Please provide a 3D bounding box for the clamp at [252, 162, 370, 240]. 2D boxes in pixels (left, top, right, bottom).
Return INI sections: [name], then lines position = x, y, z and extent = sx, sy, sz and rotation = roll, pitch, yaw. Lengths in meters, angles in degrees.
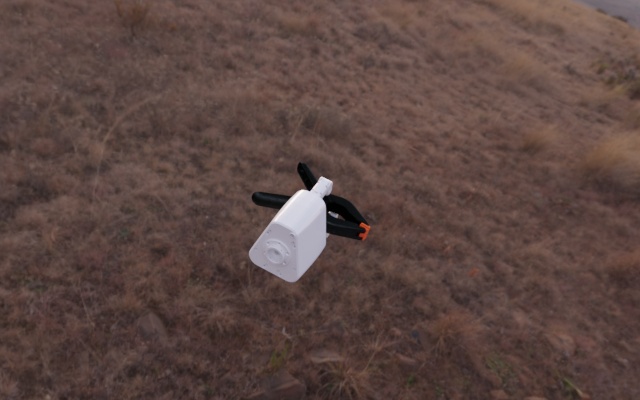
[clamp]
position = 0.001, 0.003, 0.886
extent = 0.210, 0.036, 0.164
rotation = 27, 38, 10
